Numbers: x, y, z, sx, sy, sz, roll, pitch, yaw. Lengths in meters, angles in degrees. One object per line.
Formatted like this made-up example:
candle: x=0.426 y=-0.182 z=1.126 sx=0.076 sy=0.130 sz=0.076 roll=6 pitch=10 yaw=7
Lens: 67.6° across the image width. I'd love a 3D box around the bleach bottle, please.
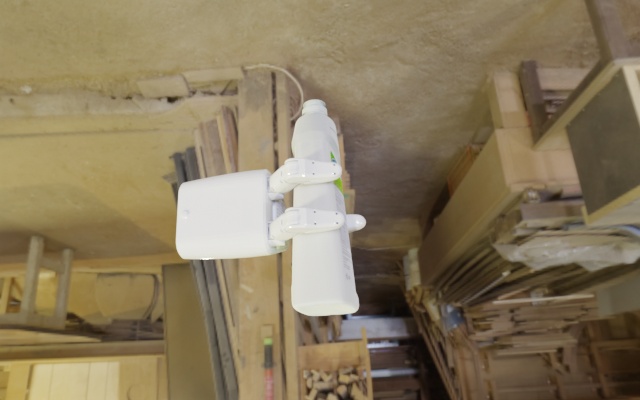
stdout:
bleach bottle: x=0.000 y=0.002 z=0.560 sx=0.068 sy=0.250 sz=0.103 roll=-6 pitch=-20 yaw=9
